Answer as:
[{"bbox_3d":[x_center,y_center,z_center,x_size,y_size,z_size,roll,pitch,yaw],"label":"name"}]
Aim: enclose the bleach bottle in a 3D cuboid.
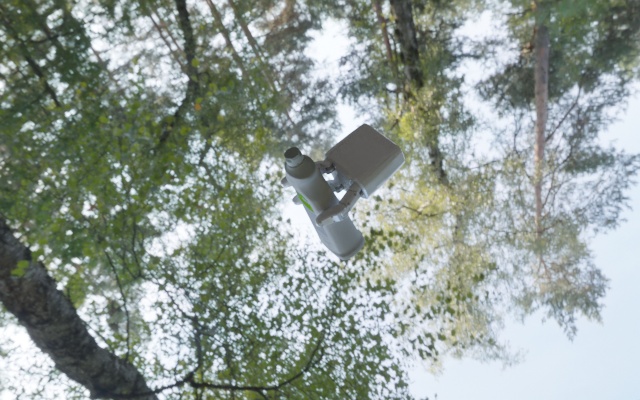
[{"bbox_3d":[0.000,0.003,0.883,0.102,0.068,0.251,36,-18,44],"label":"bleach bottle"}]
